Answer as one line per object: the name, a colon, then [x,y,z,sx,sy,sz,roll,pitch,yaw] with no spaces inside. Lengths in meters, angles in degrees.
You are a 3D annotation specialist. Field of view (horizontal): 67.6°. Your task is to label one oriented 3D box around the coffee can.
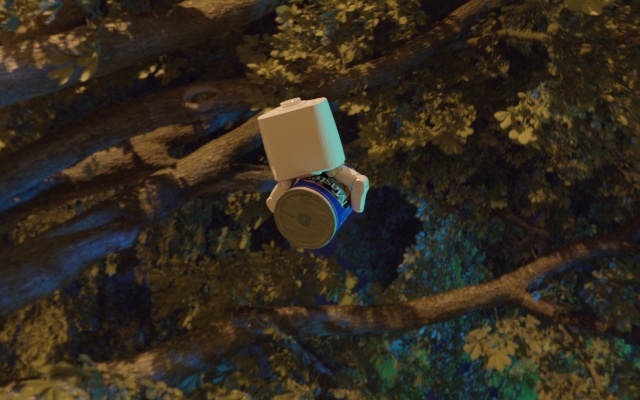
coffee can: [0.000,0.003,0.786,0.103,0.103,0.140,0,23,24]
